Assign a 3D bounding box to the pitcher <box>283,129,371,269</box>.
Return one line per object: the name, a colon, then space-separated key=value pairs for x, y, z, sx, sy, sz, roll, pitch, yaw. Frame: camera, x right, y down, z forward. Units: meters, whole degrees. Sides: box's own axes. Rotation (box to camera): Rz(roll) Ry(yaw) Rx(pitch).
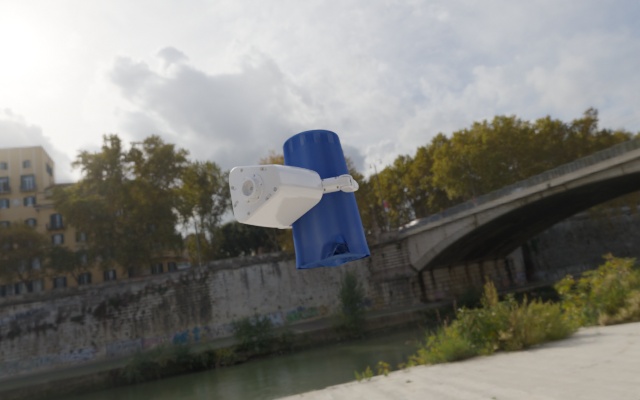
pitcher: x=0.000 y=0.003 z=0.881 sx=0.149 sy=0.242 sz=0.145 roll=-19 pitch=-15 yaw=33
